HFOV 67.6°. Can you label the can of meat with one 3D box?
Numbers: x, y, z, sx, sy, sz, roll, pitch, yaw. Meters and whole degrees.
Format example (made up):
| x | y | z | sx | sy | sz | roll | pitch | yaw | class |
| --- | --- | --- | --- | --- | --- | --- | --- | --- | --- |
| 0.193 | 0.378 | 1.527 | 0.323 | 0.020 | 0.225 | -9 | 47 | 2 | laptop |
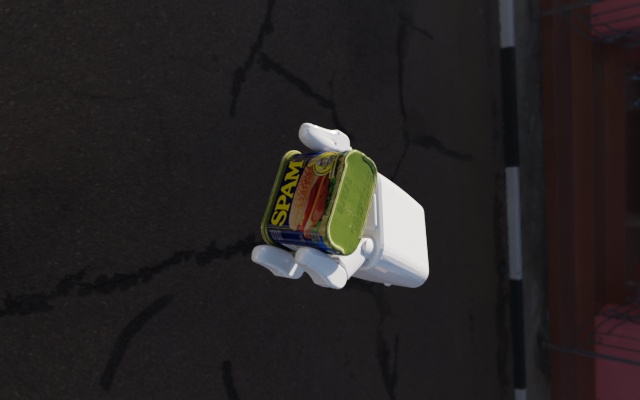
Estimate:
| x | y | z | sx | sy | sz | roll | pitch | yaw | class |
| --- | --- | --- | --- | --- | --- | --- | --- | --- | --- |
| 0.000 | 0.001 | 0.461 | 0.084 | 0.102 | 0.057 | 1 | -22 | 42 | can of meat |
